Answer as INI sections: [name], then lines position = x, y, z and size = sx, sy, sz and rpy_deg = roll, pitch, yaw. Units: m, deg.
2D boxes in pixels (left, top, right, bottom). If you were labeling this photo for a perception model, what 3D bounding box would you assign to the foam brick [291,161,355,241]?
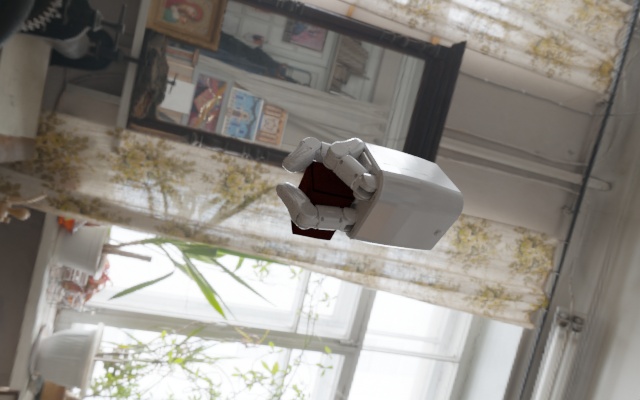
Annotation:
[foam brick]
position = 0.000, 0.002, 0.566
size = 0.051, 0.053, 0.078
rpy_deg = 11, -46, -18
